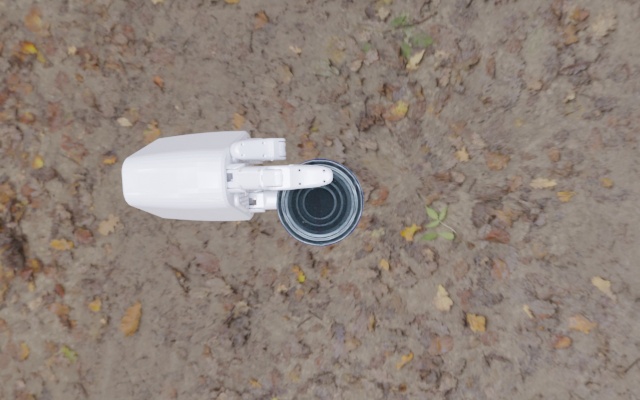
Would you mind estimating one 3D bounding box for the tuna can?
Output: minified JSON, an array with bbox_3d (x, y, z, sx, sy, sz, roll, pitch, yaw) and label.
[{"bbox_3d":[0.000,0.002,0.471,0.086,0.086,0.034,0,2,5],"label":"tuna can"}]
